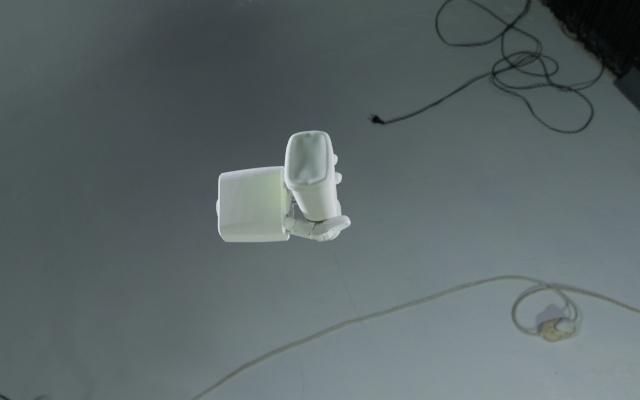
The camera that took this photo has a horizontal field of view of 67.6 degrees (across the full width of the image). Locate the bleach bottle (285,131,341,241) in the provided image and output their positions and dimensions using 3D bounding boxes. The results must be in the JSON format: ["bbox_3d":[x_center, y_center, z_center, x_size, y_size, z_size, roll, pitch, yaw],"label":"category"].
[{"bbox_3d":[0.000,0.002,0.769,0.068,0.102,0.251,-3,-31,7],"label":"bleach bottle"}]
